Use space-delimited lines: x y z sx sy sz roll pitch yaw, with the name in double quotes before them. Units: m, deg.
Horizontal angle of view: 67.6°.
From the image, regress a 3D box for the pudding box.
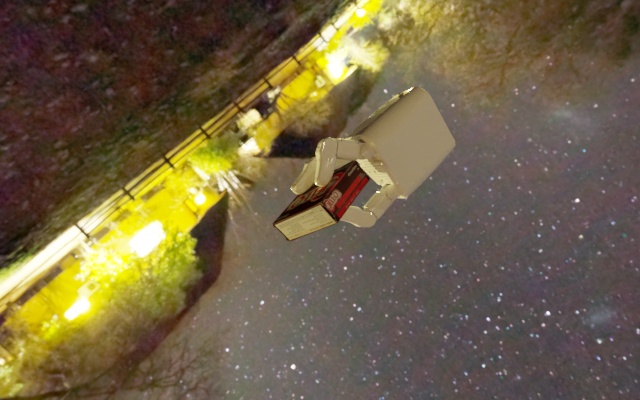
"pudding box" 0.000 0.002 0.620 0.113 0.039 0.090 -28 17 50
